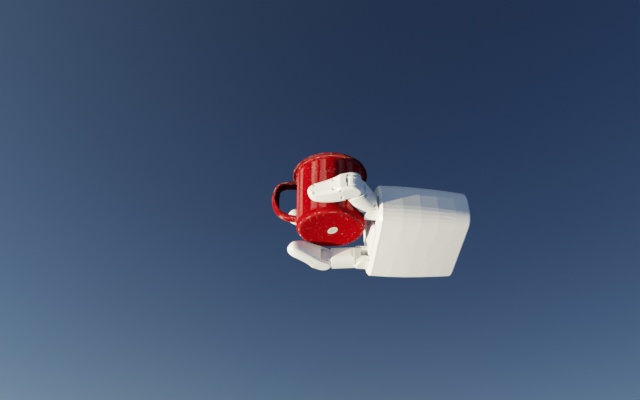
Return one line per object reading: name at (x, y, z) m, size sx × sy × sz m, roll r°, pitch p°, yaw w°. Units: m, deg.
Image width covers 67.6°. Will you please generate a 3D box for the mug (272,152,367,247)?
mug at (-0.001, 0.002, 0.578) m, size 0.117 × 0.081 × 0.093 m, roll 3°, pitch -36°, yaw -3°
